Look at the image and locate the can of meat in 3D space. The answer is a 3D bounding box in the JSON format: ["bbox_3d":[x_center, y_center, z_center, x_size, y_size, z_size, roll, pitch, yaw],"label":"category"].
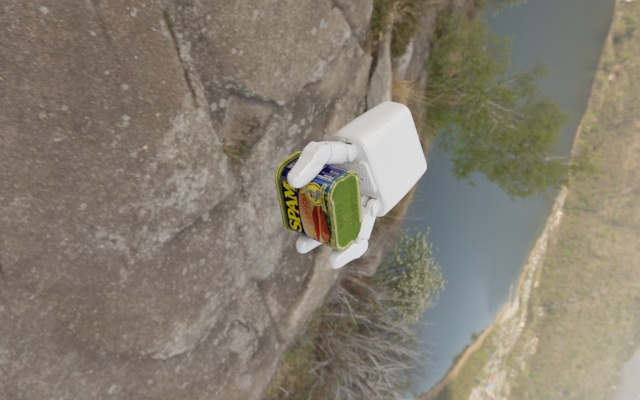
[{"bbox_3d":[0.000,0.002,0.563,0.084,0.102,0.057,21,43,35],"label":"can of meat"}]
